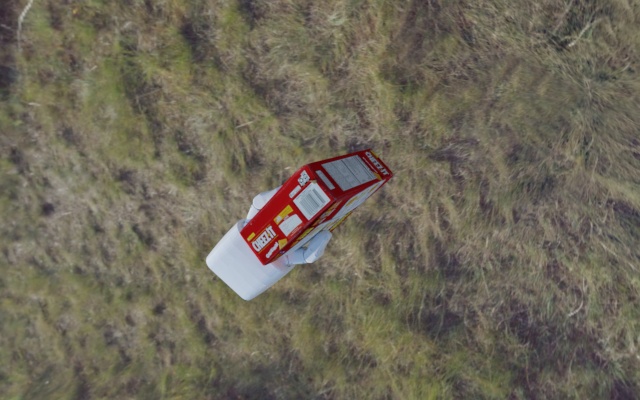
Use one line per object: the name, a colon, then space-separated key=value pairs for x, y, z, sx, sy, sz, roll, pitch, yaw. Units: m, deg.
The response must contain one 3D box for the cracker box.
cracker box: x=0.000 y=0.003 z=0.739 sx=0.164 sy=0.072 sz=0.213 roll=-44 pitch=-11 yaw=29
